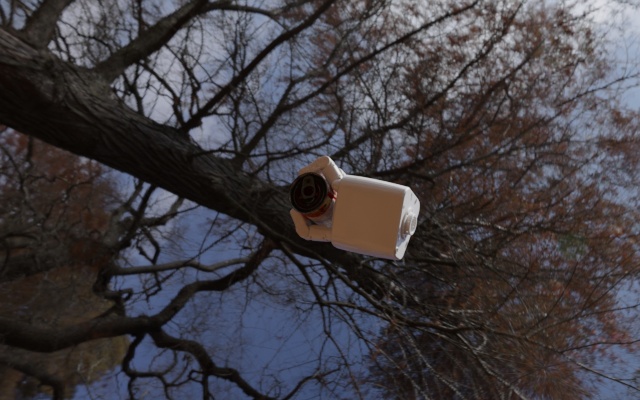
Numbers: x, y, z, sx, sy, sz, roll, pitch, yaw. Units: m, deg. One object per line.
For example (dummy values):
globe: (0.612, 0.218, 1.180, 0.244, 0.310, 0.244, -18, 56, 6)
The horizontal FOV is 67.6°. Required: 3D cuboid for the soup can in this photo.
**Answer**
soup can: (0.000, 0.003, 0.783, 0.068, 0.068, 0.102, 0, -18, 25)
